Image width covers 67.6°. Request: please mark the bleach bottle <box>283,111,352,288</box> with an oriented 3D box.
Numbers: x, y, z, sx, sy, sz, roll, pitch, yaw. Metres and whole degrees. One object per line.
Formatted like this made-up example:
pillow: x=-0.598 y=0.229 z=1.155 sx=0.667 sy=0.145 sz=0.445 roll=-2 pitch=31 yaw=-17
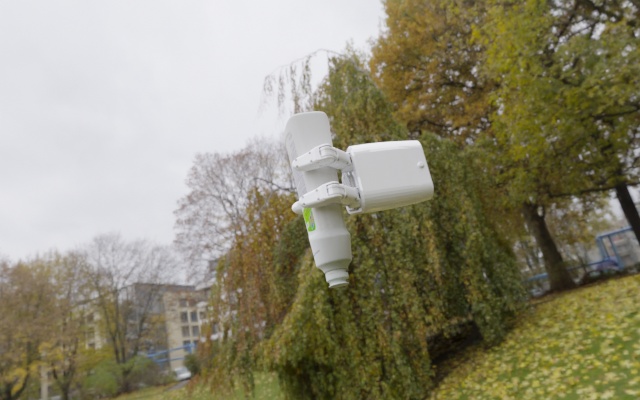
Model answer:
bleach bottle: x=0.000 y=0.002 z=0.695 sx=0.068 sy=0.250 sz=0.103 roll=-8 pitch=-19 yaw=-10
